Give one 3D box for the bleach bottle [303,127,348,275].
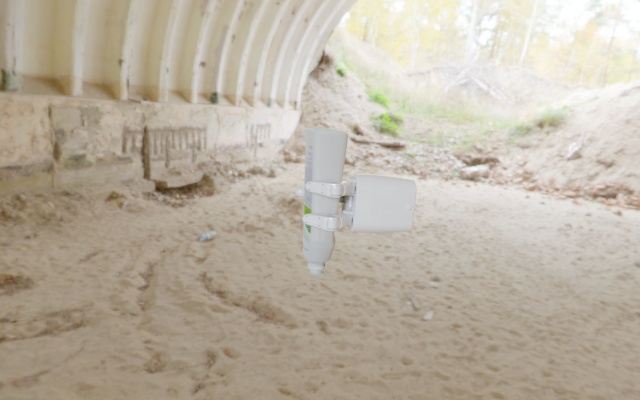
[{"bbox_3d":[0.000,0.003,0.832,0.068,0.251,0.102,2,11,-12],"label":"bleach bottle"}]
